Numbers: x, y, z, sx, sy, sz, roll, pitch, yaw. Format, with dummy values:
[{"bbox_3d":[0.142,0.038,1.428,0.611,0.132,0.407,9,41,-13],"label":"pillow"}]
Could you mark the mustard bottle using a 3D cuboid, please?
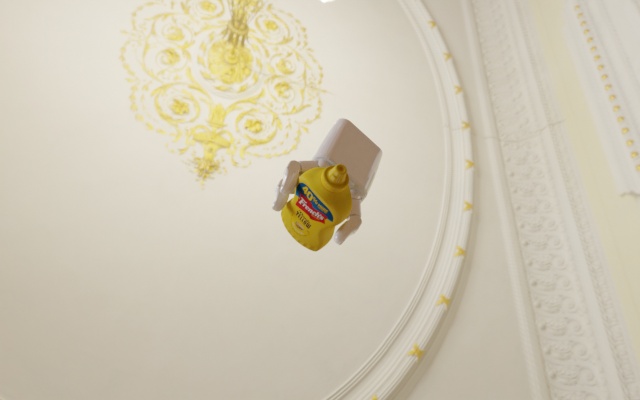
[{"bbox_3d":[0.000,0.003,0.752,0.058,0.096,0.192,-34,-14,-34],"label":"mustard bottle"}]
